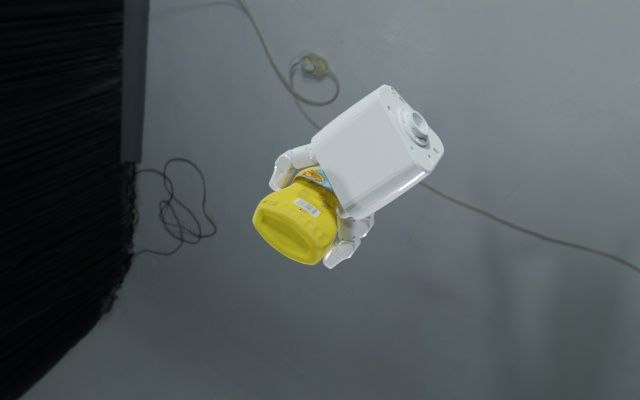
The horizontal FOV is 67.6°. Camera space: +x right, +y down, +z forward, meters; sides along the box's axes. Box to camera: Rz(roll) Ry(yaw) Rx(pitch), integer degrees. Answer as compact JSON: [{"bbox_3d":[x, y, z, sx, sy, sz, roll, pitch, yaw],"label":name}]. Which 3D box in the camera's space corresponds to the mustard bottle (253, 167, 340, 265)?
[{"bbox_3d":[0.000,0.002,0.624,0.096,0.058,0.191,33,35,10],"label":"mustard bottle"}]
